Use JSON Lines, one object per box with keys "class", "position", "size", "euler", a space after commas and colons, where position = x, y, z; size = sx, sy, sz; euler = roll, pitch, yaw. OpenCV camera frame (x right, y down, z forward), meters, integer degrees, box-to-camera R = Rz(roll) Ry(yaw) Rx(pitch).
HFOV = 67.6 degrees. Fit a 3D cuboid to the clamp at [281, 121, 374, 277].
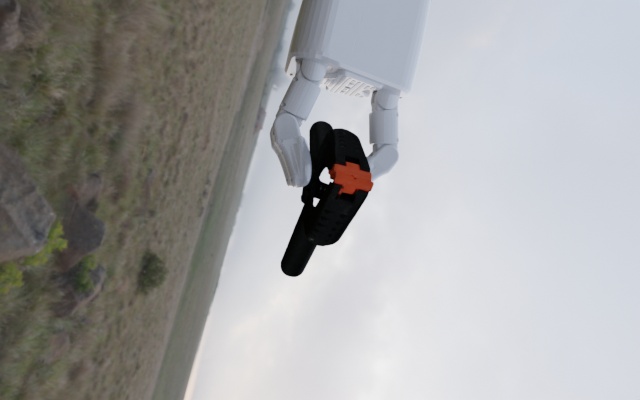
{"class": "clamp", "position": [0.001, 0.001, 0.414], "size": [0.036, 0.164, 0.210], "euler": [12, 1, -10]}
